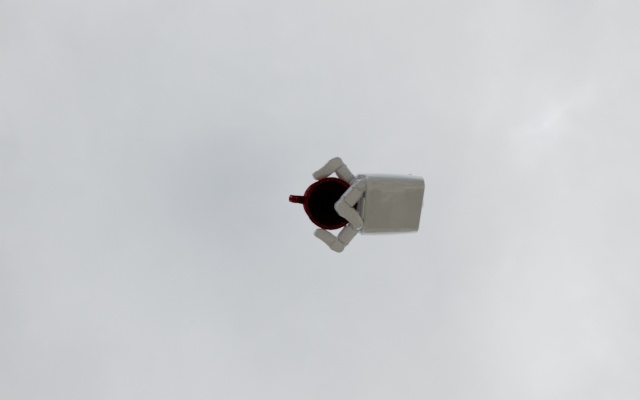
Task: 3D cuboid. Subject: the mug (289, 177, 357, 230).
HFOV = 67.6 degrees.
[{"bbox_3d":[-0.001,0.003,0.867,0.117,0.093,0.081,4,2,-10],"label":"mug"}]
